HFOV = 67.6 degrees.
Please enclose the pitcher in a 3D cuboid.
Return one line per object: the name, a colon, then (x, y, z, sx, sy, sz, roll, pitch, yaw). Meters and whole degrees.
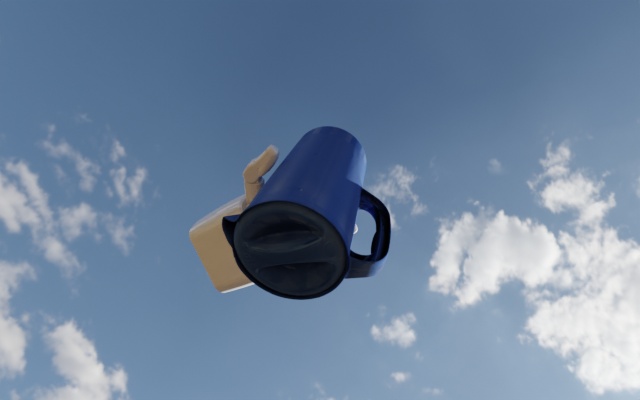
pitcher: (0.000, 0.002, 0.606, 0.145, 0.149, 0.242, -27, 21, 28)
